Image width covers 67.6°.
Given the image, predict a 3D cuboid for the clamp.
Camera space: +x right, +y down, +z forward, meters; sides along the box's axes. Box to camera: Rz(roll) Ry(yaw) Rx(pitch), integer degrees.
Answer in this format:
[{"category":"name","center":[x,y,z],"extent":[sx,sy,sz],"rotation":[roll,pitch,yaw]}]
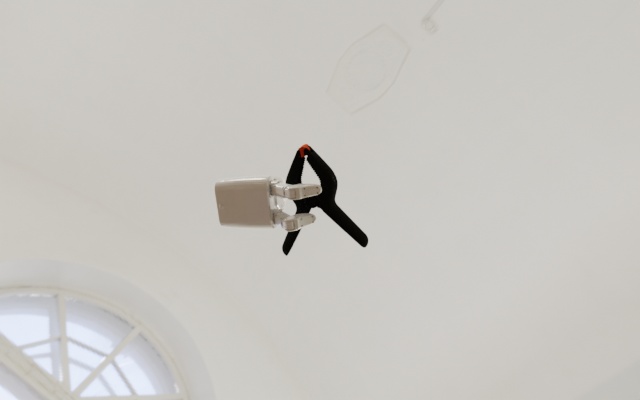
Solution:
[{"category":"clamp","center":[0.000,0.002,0.862],"extent":[0.164,0.210,0.036],"rotation":[-1,18,12]}]
